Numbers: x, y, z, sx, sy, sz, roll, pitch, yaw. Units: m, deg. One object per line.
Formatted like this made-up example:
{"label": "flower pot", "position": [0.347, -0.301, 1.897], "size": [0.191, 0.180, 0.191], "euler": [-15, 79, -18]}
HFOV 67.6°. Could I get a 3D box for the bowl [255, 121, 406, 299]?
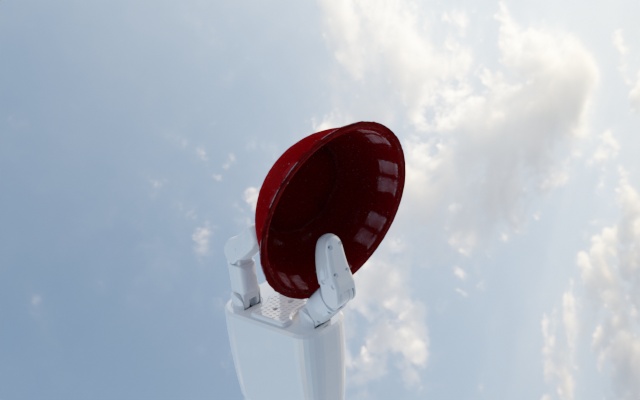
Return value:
{"label": "bowl", "position": [0.000, 0.000, 0.407], "size": [0.162, 0.162, 0.055], "euler": [0, 26, -47]}
